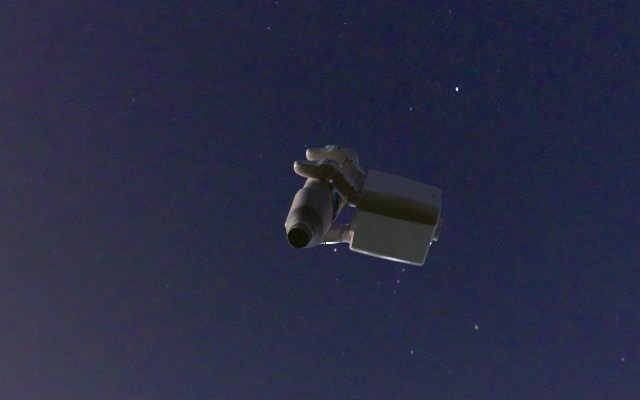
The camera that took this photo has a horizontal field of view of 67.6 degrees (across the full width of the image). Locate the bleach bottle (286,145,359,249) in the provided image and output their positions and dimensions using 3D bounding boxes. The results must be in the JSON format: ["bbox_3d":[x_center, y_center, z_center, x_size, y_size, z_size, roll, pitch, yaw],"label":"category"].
[{"bbox_3d":[0.000,0.002,0.687,0.068,0.103,0.250,15,27,7],"label":"bleach bottle"}]
